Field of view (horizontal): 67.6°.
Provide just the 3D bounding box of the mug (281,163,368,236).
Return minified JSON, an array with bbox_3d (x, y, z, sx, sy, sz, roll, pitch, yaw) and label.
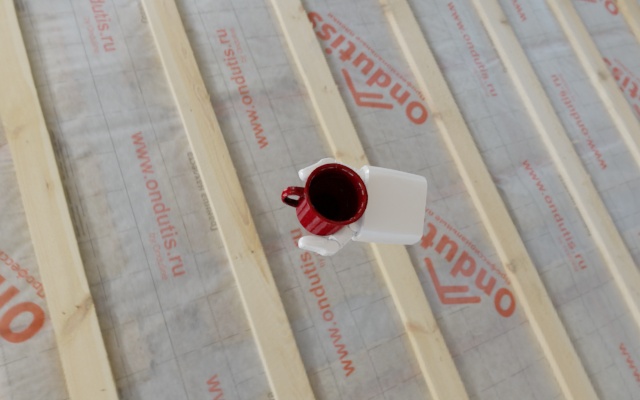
[{"bbox_3d":[-0.001,0.002,0.694,0.117,0.093,0.081,7,-21,-16],"label":"mug"}]
